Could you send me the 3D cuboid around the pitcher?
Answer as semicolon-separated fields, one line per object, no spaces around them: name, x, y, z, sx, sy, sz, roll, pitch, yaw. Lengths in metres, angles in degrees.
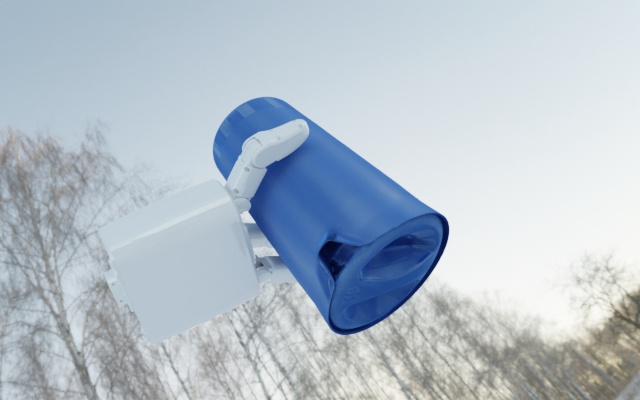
pitcher;0.000;0.002;0.472;0.145;0.149;0.242;-26;50;-23
